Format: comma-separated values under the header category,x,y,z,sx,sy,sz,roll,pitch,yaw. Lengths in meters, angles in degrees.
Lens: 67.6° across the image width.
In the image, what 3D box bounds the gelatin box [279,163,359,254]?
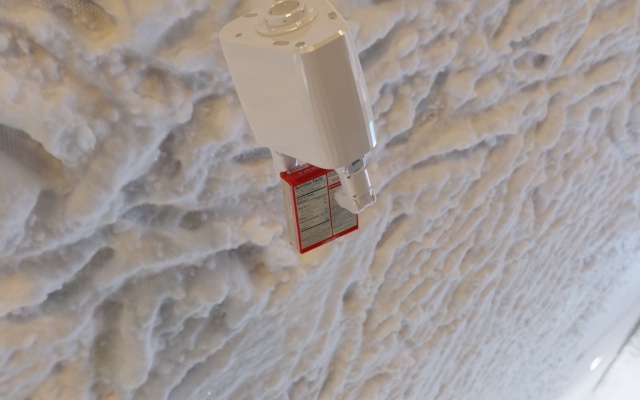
category,x,y,z,sx,sy,sz,roll,pitch,yaw
gelatin box,0.000,0.002,0.488,0.073,0.089,0.030,-23,37,-23
